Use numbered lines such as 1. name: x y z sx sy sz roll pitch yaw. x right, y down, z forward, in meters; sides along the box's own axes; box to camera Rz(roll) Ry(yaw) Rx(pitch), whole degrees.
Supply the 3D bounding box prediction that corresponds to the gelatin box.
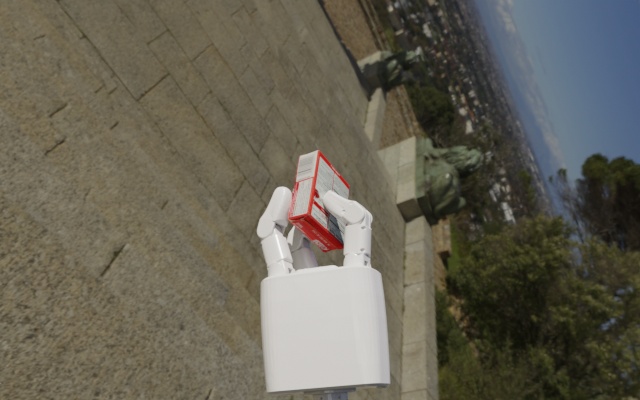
1. gelatin box: 0.001 0.001 0.529 0.030 0.089 0.073 -13 -39 29
